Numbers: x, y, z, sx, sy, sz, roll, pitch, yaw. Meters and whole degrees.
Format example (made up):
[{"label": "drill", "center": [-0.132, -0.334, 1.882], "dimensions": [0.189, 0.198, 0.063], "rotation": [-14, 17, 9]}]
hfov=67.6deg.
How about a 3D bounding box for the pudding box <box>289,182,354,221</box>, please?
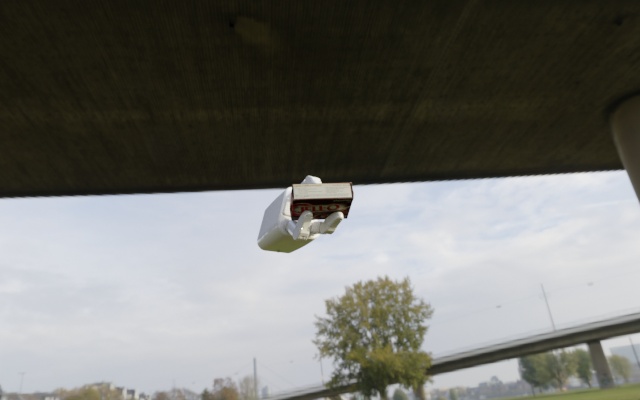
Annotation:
[{"label": "pudding box", "center": [0.000, 0.003, 0.893], "dimensions": [0.113, 0.039, 0.090], "rotation": [-4, -25, -7]}]
